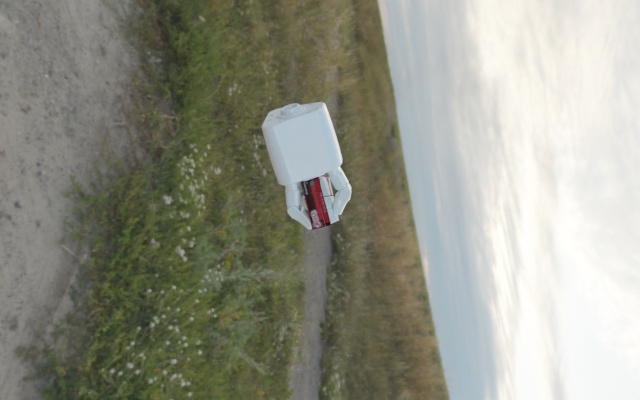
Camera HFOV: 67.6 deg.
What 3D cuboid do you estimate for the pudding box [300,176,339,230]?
[{"bbox_3d":[0.000,0.003,0.855,0.039,0.090,0.113,-13,-1,11],"label":"pudding box"}]
